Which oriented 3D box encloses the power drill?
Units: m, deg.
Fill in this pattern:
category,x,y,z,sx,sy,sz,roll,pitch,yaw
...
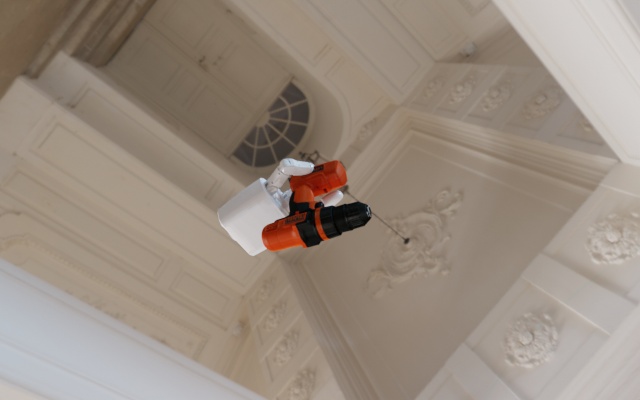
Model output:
category,x,y,z,sx,sy,sz,roll,pitch,yaw
power drill,0.000,0.003,0.810,0.184,0.057,0.187,-15,28,17
